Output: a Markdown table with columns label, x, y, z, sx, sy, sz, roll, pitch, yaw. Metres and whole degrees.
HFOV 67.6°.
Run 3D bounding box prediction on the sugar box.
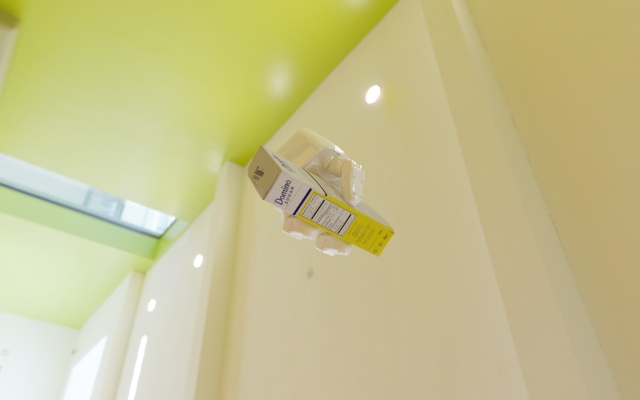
| label | x | y | z | sx | sy | sz | roll | pitch | yaw |
| --- | --- | --- | --- | --- | --- | --- | --- | --- | --- |
| sugar box | 0.000 | 0.002 | 0.582 | 0.176 | 0.048 | 0.093 | 25 | 12 | -29 |
